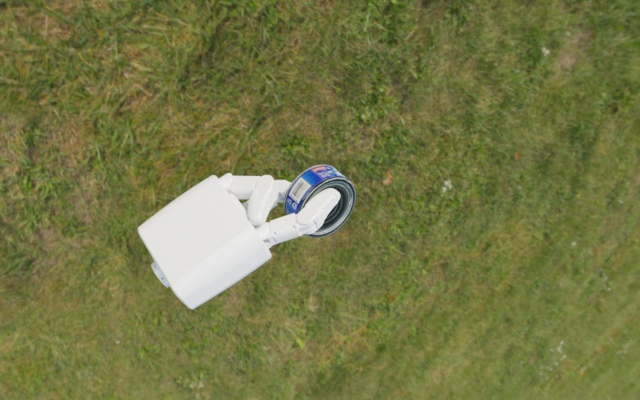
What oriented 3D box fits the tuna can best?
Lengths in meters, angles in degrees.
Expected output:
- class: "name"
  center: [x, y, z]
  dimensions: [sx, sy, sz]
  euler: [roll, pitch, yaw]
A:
- class: "tuna can"
  center: [0.000, 0.002, 0.575]
  dimensions: [0.086, 0.086, 0.033]
  euler: [0, 29, -40]
